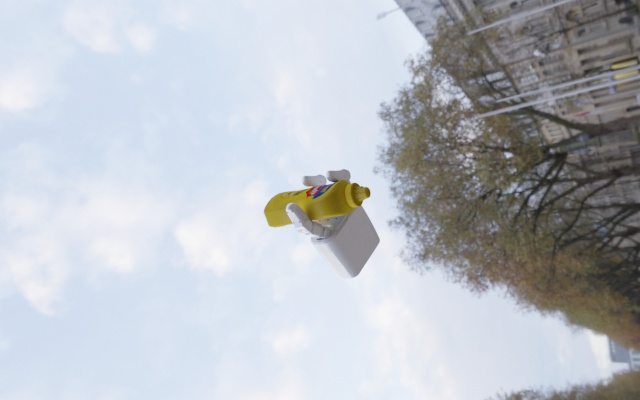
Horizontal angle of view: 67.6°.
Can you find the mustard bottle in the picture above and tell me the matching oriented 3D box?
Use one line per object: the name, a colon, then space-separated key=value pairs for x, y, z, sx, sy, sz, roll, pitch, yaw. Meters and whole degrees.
mustard bottle: x=0.000 y=0.002 z=0.827 sx=0.191 sy=0.058 sz=0.096 roll=-11 pitch=14 yaw=34
